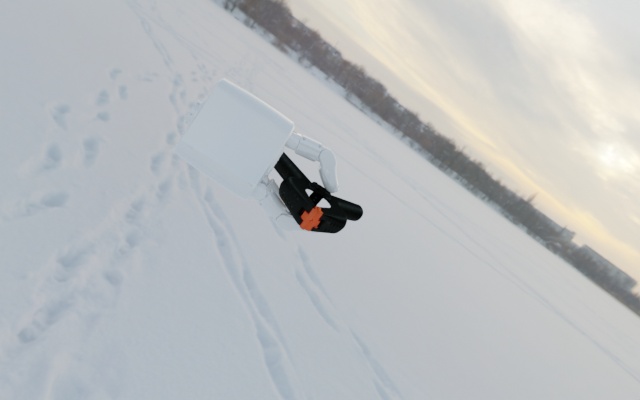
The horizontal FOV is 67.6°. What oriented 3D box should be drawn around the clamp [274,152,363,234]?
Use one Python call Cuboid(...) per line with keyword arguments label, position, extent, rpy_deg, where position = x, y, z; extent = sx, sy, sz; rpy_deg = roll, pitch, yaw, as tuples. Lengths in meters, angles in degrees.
Cuboid(label="clamp", position=(0.000, 0.001, 0.624), extent=(0.164, 0.036, 0.210), rpy_deg=(33, 12, -13))
